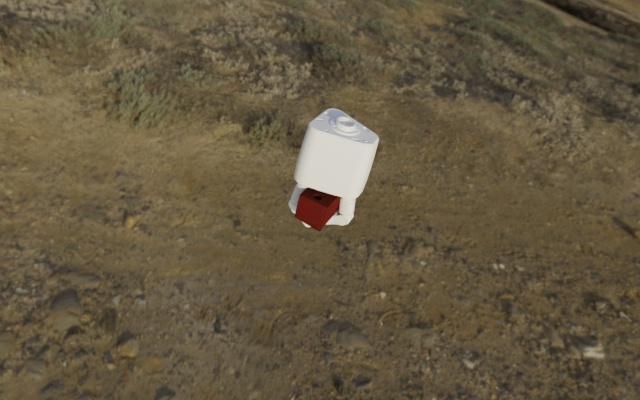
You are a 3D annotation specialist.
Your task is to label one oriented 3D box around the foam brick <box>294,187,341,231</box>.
[{"bbox_3d":[0.000,0.003,0.803,0.053,0.051,0.078,27,39,13],"label":"foam brick"}]
